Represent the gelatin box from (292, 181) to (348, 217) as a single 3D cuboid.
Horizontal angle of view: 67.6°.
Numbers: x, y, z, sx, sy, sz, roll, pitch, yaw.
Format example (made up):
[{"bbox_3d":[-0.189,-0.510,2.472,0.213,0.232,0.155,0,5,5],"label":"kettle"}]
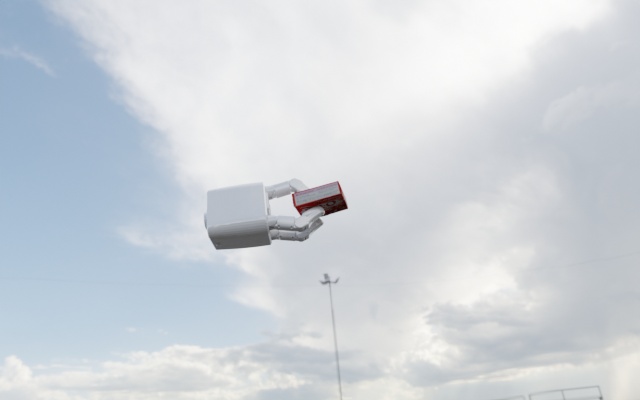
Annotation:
[{"bbox_3d":[0.000,0.002,0.863,0.089,0.030,0.073,-16,-26,6],"label":"gelatin box"}]
